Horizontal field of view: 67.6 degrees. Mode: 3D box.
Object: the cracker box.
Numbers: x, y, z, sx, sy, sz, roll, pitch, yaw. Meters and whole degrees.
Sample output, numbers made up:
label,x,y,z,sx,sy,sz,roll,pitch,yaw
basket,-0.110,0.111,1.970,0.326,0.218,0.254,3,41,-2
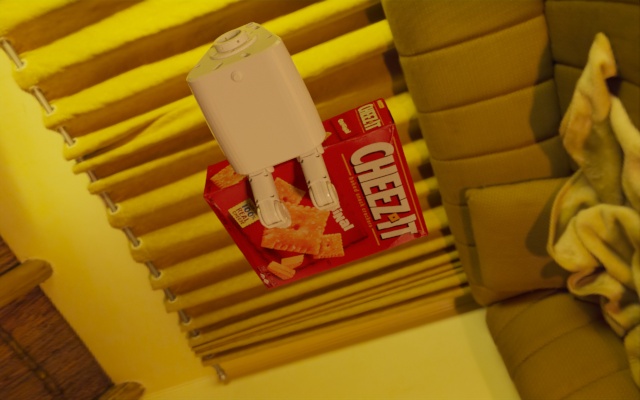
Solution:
label,x,y,z,sx,sy,sz,roll,pitch,yaw
cracker box,0.000,0.002,0.552,0.214,0.164,0.072,-20,36,8
